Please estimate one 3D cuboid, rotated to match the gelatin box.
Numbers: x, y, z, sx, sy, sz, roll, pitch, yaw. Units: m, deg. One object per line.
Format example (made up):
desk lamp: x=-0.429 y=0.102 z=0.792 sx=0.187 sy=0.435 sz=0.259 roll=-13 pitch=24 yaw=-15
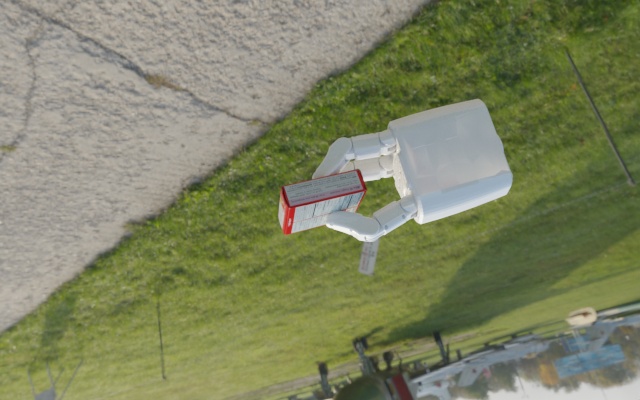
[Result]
gelatin box: x=0.000 y=0.002 z=0.524 sx=0.089 sy=0.030 sz=0.073 roll=-14 pitch=-23 yaw=-14
